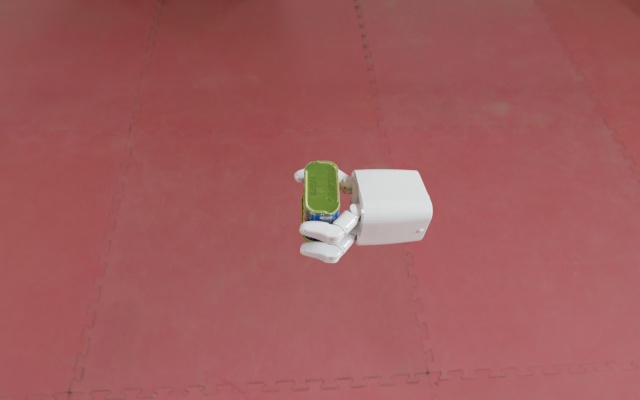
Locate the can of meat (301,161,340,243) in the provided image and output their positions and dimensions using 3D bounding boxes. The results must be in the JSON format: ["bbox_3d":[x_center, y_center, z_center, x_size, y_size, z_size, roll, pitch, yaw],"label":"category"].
[{"bbox_3d":[0.000,0.002,0.727,0.057,0.102,0.084,0,-35,-3],"label":"can of meat"}]
